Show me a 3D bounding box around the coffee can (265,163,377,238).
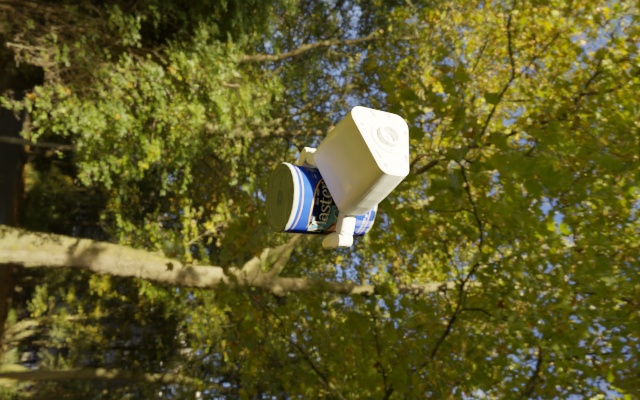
[{"bbox_3d":[0.000,0.003,0.728,0.140,0.103,0.103,6,-3,-29],"label":"coffee can"}]
